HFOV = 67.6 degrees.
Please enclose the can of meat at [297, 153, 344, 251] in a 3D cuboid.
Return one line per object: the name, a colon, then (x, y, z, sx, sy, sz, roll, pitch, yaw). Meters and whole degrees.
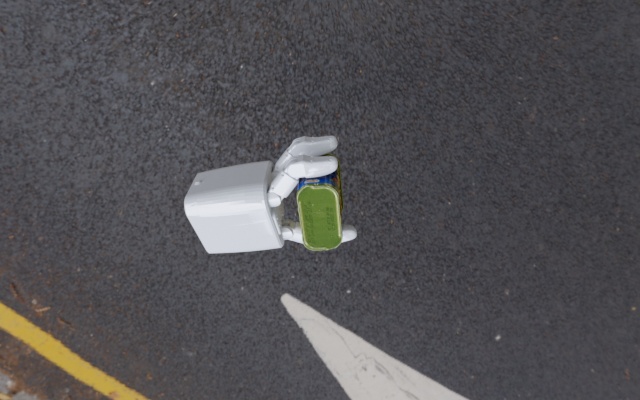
can of meat: (0.000, 0.002, 0.618, 0.057, 0.102, 0.084, -4, 31, 4)
